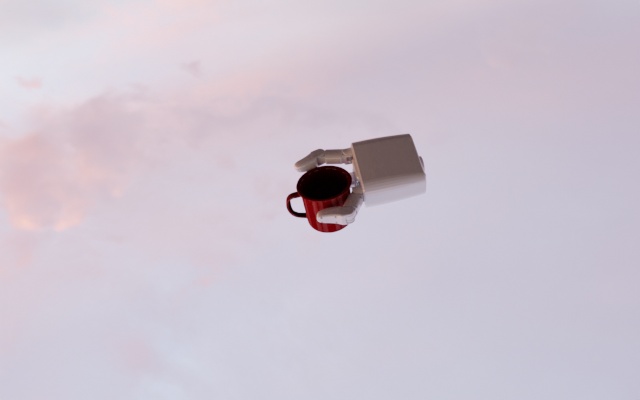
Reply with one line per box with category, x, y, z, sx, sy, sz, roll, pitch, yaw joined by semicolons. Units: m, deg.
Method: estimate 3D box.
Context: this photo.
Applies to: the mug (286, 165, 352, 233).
mug;-0.001;0.003;0.809;0.117;0.082;0.093;-11;41;1
